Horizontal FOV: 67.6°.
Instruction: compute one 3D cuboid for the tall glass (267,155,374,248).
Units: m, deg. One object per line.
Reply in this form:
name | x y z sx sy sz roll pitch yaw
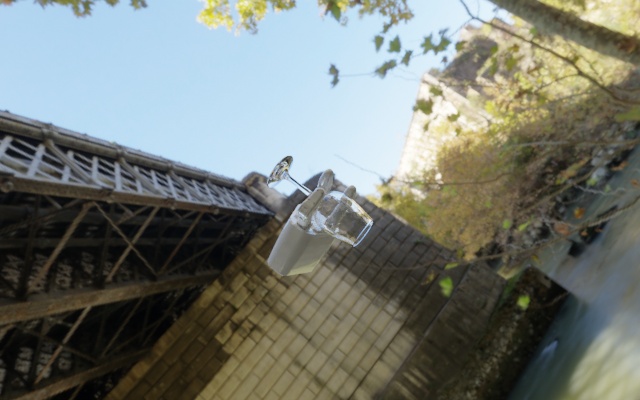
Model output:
tall glass | 0.000 0.002 0.882 0.201 0.079 0.079 37 10 14
